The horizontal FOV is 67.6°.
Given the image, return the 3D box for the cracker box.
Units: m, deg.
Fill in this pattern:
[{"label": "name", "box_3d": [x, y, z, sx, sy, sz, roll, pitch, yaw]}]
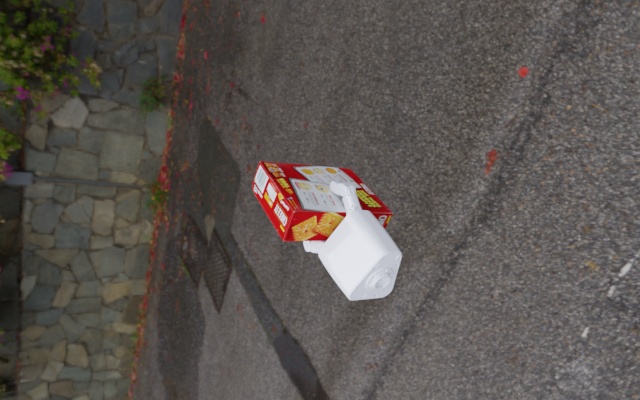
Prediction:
[{"label": "cracker box", "box_3d": [0.000, 0.003, 0.889, 0.214, 0.072, 0.164, 3, 33, -34]}]
